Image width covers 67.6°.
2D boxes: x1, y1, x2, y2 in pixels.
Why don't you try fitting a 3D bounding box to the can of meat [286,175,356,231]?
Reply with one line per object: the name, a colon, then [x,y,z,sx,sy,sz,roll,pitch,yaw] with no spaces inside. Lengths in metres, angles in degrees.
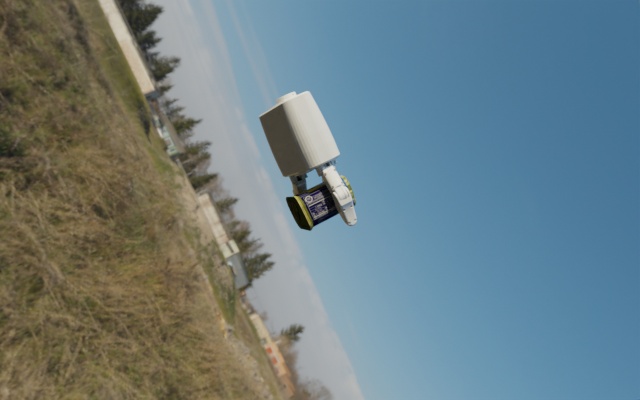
can of meat: [0.000,0.002,0.751,0.084,0.057,0.102,-27,5,-13]
